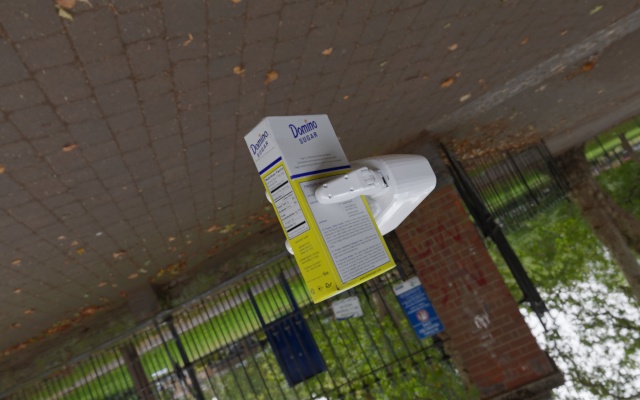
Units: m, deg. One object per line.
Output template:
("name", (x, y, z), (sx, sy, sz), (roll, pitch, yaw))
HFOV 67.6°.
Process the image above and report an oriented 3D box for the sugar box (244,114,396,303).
("sugar box", (0.000, 0.002, 0.473), (0.093, 0.176, 0.048), (-13, -16, -48))
